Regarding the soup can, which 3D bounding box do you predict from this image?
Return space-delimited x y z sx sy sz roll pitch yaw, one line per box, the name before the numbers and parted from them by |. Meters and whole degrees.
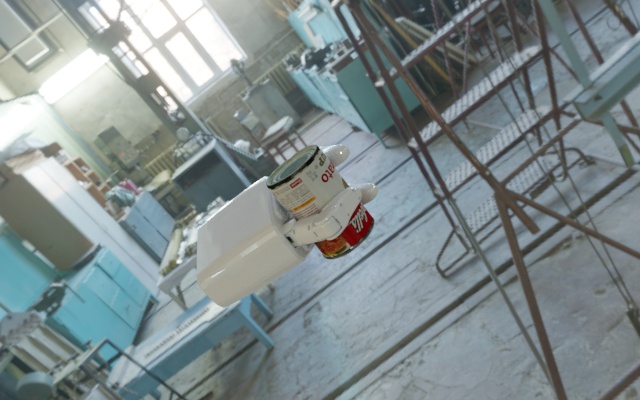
soup can | 0.000 0.001 0.495 0.068 0.102 0.068 -34 19 13
